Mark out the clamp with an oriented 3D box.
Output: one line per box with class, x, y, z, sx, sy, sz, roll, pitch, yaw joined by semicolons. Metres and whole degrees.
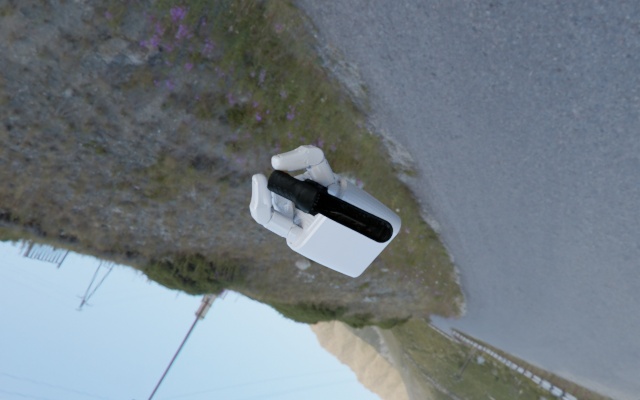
clamp;0.000;0.002;0.526;0.120;0.039;0.171;31;1;-28
